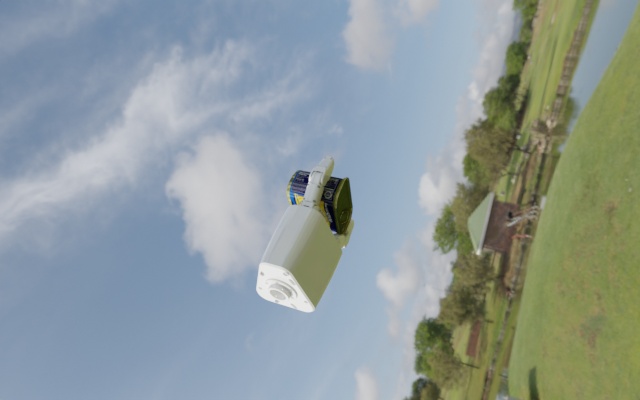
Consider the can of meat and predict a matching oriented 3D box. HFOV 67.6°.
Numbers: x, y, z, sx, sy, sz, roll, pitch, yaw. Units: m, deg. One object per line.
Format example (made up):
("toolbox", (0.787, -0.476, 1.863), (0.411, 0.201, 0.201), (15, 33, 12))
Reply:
("can of meat", (0.000, 0.002, 0.750), (0.084, 0.057, 0.102), (13, -35, 19))
